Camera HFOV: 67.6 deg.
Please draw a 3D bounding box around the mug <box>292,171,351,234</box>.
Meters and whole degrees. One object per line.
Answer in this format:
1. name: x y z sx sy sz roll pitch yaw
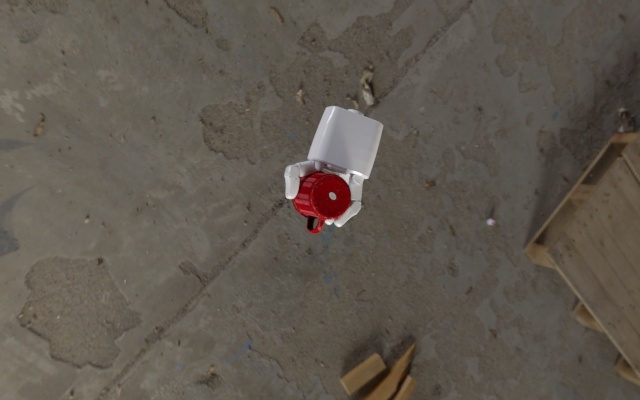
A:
1. mug: 0.000 0.004 0.864 0.093 0.117 0.081 18 -3 -23
